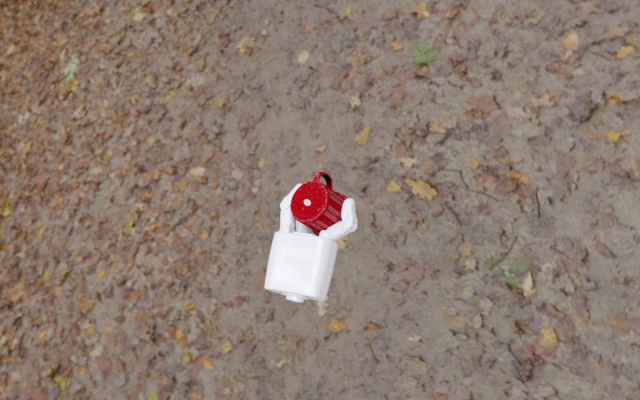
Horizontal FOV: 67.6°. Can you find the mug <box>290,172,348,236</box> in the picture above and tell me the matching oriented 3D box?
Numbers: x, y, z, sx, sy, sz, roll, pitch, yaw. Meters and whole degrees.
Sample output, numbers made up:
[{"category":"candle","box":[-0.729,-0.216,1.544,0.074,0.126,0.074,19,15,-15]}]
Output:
[{"category":"mug","box":[0.000,0.001,0.880,0.093,0.117,0.081,0,-19,32]}]
